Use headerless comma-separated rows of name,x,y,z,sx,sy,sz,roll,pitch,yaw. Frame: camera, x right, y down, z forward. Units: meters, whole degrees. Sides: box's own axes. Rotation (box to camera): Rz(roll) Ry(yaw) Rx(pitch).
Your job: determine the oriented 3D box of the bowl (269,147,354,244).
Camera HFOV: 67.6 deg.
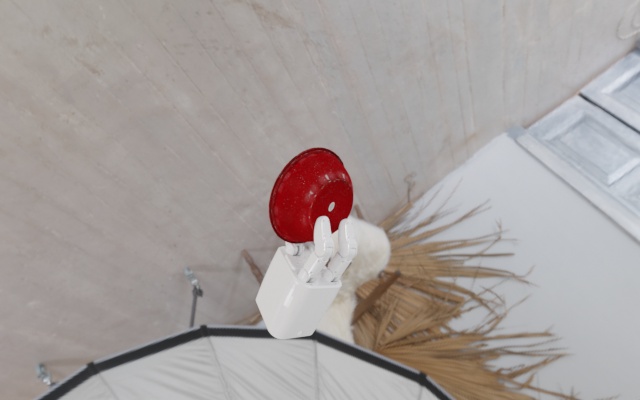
bowl,0.001,0.001,0.737,0.162,0.162,0.055,0,19,-45
